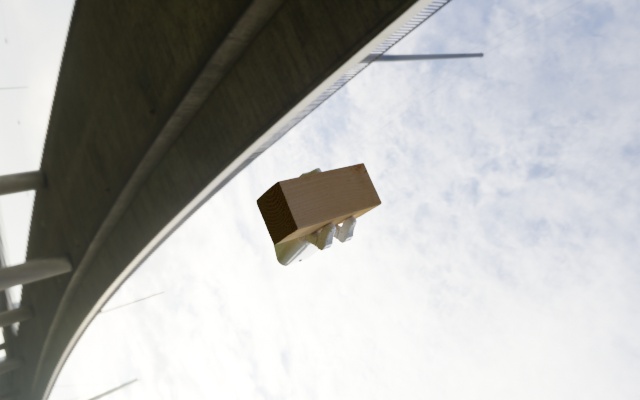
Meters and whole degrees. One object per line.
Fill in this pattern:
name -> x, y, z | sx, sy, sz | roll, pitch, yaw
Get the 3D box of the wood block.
wood block -> 0.000, 0.003, 0.880 | 0.206, 0.091, 0.090 | -15, -13, -39
